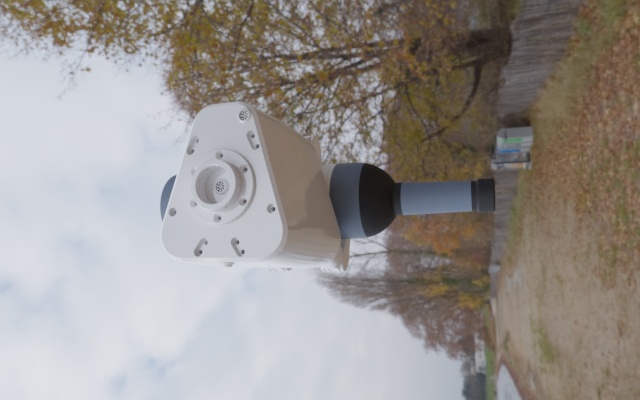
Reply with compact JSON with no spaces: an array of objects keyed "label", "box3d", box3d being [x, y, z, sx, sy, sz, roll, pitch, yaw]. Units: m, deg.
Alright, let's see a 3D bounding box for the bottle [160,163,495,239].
[{"label":"bottle","box3d":[0.000,0.001,0.429,0.296,0.069,0.069,-2,-1,18]}]
